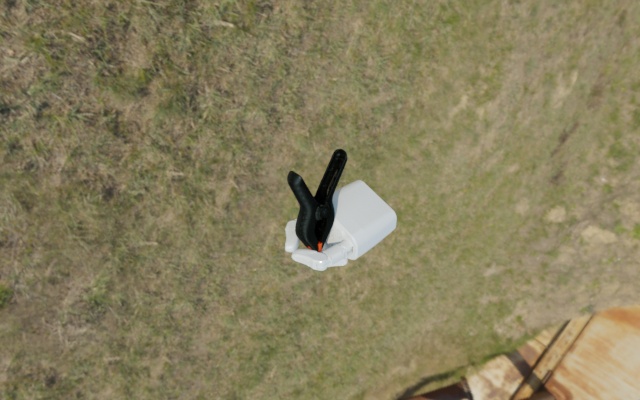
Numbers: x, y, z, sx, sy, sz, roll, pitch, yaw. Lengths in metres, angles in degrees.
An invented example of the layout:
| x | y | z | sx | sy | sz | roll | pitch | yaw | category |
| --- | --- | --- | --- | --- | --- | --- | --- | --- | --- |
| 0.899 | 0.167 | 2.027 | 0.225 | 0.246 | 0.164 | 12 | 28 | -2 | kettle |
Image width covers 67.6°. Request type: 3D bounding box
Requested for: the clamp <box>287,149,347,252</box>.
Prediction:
| x | y | z | sx | sy | sz | roll | pitch | yaw | category |
| --- | --- | --- | --- | --- | --- | --- | --- | --- | --- |
| 0.000 | 0.003 | 0.746 | 0.120 | 0.172 | 0.039 | -31 | 48 | -31 | clamp |
